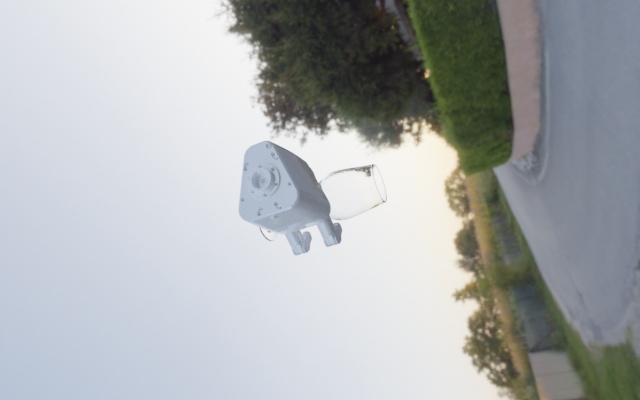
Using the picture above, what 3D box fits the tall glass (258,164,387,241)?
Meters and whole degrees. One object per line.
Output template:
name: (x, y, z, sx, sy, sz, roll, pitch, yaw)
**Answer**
tall glass: (0.000, 0.003, 0.754, 0.201, 0.079, 0.079, -18, -6, 18)
